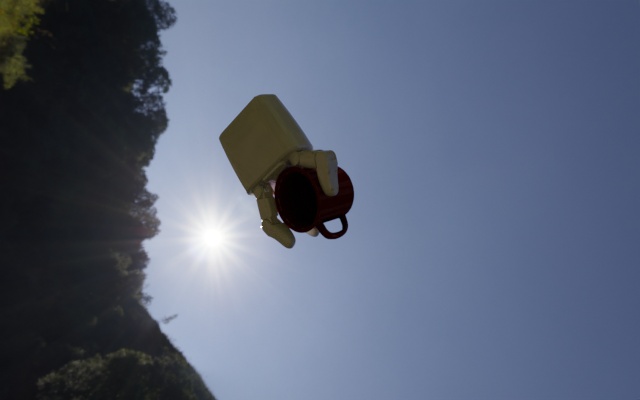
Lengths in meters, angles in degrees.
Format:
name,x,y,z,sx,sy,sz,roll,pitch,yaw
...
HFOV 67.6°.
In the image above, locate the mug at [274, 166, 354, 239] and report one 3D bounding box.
name,x,y,z,sx,sy,sz,roll,pitch,yaw
mug,0.001,0.003,0.682,0.081,0.117,0.093,-14,-25,-44
